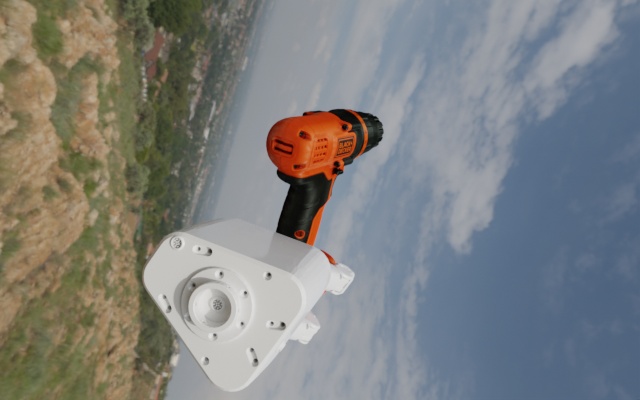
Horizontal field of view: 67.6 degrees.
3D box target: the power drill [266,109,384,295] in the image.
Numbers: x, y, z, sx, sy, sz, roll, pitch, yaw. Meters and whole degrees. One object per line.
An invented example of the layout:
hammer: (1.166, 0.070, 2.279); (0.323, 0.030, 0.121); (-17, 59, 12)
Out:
power drill: (0.000, 0.002, 0.477); (0.057, 0.188, 0.184); (20, 20, 26)
